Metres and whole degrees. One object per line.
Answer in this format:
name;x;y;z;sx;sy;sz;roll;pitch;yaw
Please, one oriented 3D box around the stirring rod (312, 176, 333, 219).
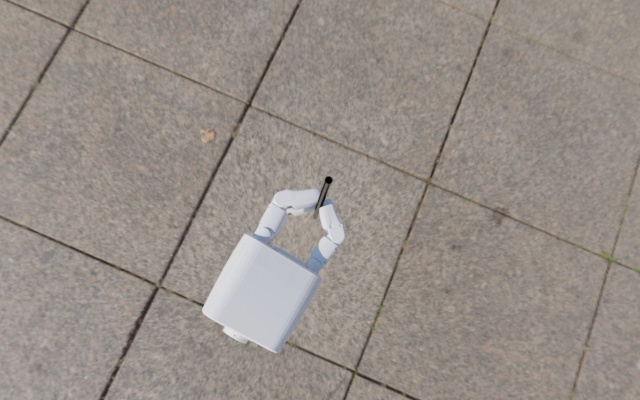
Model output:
stirring rod;0.000;0.002;0.588;0.011;0.011;0.239;0;-11;-4
